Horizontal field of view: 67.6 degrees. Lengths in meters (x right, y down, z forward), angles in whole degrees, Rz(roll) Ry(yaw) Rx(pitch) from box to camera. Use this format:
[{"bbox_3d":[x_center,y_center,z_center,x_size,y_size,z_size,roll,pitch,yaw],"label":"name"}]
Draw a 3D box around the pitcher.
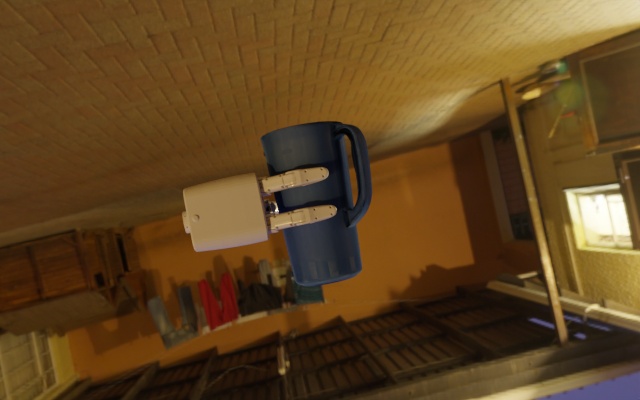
[{"bbox_3d":[0.000,0.002,0.740,0.145,0.243,0.149,-11,-1,-9],"label":"pitcher"}]
